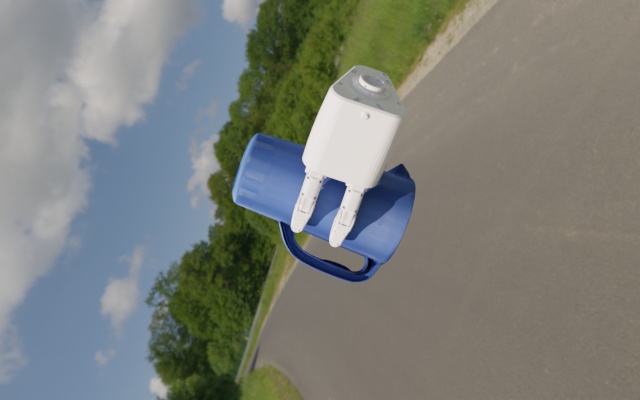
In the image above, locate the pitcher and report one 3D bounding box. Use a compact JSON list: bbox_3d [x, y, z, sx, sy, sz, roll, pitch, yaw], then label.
[{"bbox_3d":[0.000,0.002,0.686,0.243,0.145,0.149,19,39,-4],"label":"pitcher"}]
